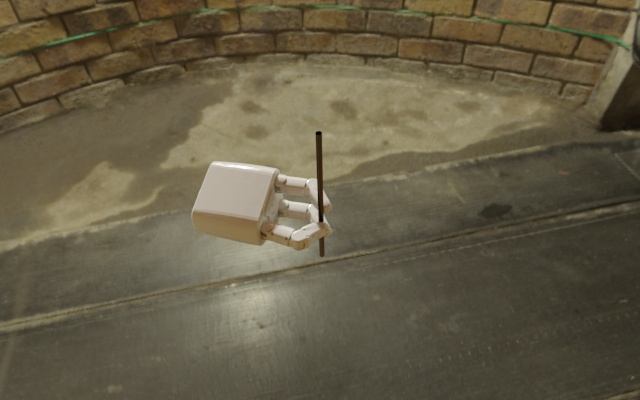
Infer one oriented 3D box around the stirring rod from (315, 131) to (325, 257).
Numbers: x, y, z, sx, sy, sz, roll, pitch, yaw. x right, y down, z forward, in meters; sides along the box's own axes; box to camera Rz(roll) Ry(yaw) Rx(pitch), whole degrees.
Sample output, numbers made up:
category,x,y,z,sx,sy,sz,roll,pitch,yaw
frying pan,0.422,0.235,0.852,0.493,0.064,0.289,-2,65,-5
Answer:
category,x,y,z,sx,sy,sz,roll,pitch,yaw
stirring rod,0.000,0.002,0.661,0.011,0.011,0.240,0,-44,1
